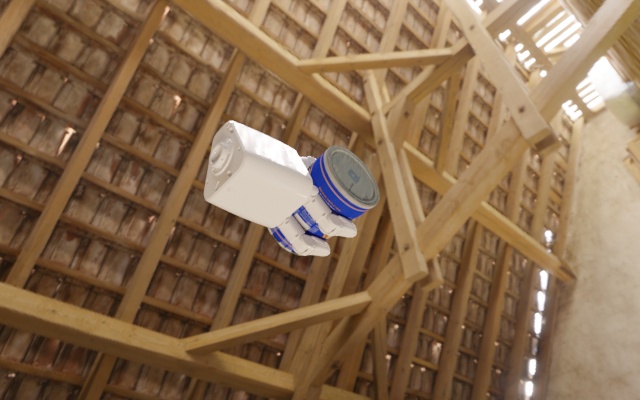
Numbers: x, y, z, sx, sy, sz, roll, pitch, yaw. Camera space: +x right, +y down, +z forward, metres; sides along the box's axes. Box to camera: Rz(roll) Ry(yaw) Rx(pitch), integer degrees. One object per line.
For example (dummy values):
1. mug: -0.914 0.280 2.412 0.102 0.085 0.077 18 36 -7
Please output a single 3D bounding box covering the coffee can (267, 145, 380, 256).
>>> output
1. coffee can: 0.000 0.002 0.694 0.140 0.102 0.103 -39 -23 31
